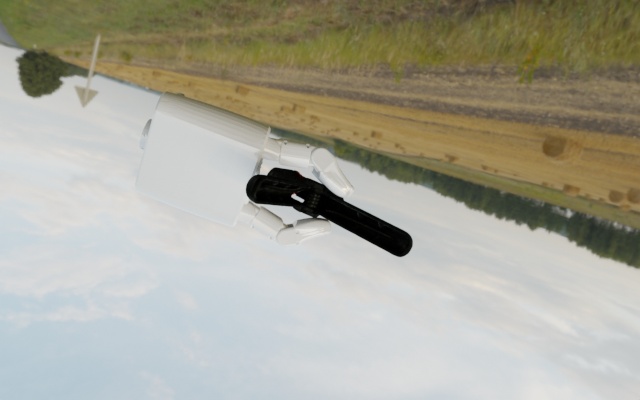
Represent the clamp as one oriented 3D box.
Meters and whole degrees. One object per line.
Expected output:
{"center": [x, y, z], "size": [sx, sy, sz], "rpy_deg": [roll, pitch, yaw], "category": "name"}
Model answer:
{"center": [-0.001, 0.002, 0.509], "size": [0.164, 0.036, 0.210], "rpy_deg": [23, 6, -11], "category": "clamp"}
